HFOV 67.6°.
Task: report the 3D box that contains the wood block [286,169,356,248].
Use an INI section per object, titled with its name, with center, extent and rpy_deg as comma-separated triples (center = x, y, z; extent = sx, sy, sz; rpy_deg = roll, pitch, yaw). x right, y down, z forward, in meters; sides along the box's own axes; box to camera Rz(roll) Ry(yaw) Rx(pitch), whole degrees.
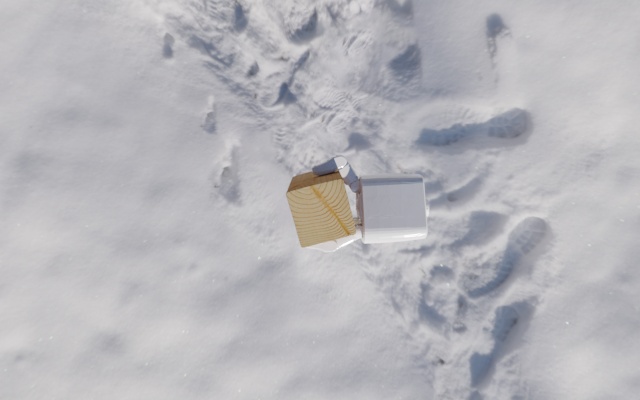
[wood block]
center = 0.000, 0.002, 0.814
extent = 0.090, 0.091, 0.206
rpy_deg = -14, 9, 1
